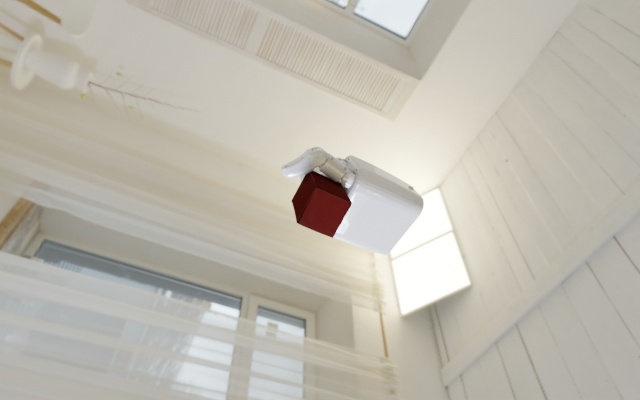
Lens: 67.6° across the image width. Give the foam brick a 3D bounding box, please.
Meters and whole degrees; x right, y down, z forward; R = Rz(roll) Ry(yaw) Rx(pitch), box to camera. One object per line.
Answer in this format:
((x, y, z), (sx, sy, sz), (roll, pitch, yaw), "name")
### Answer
((0.000, 0.002, 0.602), (0.051, 0.053, 0.078), (25, 15, -16), "foam brick")
